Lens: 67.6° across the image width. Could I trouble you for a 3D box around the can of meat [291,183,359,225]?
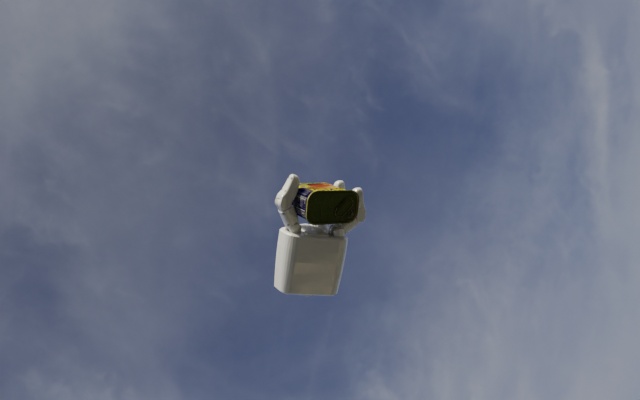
[{"bbox_3d":[0.000,0.003,0.815,0.102,0.057,0.084,-2,13,-32],"label":"can of meat"}]
